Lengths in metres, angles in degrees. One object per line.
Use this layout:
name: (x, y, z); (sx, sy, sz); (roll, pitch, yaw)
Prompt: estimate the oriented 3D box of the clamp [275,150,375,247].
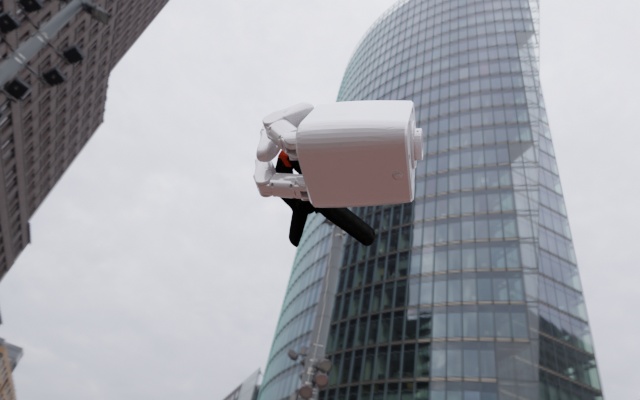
clamp: (0.000, 0.001, 0.583); (0.120, 0.039, 0.172); (-2, -43, 15)
